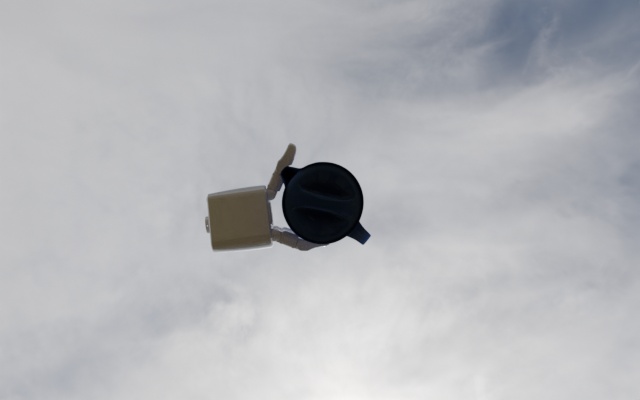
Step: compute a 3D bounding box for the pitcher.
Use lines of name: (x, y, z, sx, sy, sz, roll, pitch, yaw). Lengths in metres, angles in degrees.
pitcher: (0.000, 0.003, 0.878, 0.145, 0.149, 0.243, -7, 5, -5)
